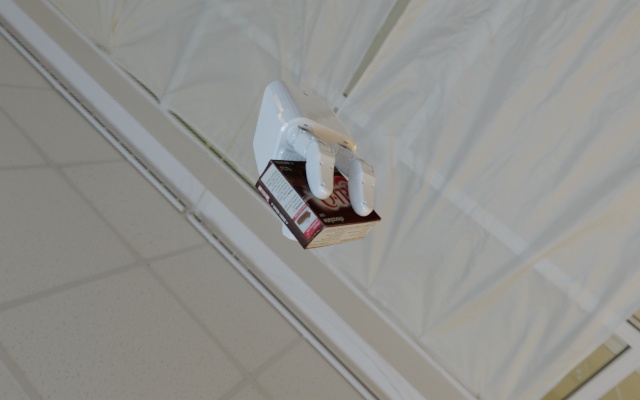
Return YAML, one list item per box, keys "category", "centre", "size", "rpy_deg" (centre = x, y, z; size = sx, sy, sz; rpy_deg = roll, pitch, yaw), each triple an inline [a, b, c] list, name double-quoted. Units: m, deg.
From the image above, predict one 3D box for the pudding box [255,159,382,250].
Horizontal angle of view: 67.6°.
- category: "pudding box"
  centre: [0.000, 0.002, 0.490]
  size: [0.090, 0.039, 0.113]
  rpy_deg: [49, 29, 23]
